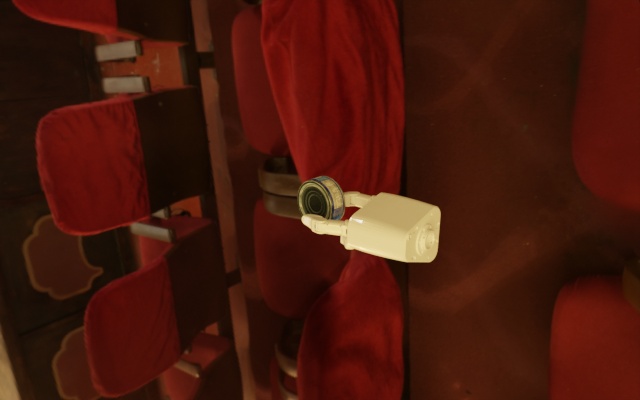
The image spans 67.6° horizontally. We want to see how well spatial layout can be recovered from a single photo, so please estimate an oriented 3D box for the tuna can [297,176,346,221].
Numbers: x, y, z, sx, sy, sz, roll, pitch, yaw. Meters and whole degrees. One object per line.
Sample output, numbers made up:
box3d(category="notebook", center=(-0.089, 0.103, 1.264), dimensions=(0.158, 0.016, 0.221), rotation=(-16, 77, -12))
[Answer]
box3d(category="tuna can", center=(0.000, 0.003, 0.816), dimensions=(0.033, 0.086, 0.086), rotation=(-18, 12, -42))
